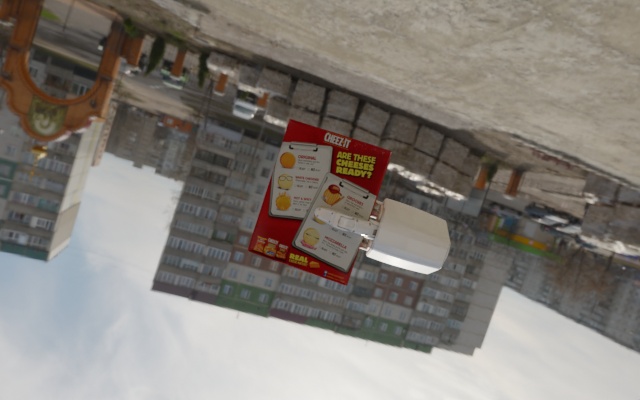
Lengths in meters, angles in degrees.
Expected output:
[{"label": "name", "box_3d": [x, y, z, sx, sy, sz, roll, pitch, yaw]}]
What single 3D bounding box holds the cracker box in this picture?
[{"label": "cracker box", "box_3d": [0.000, 0.003, 0.745, 0.164, 0.214, 0.072, 18, 4, 4]}]
